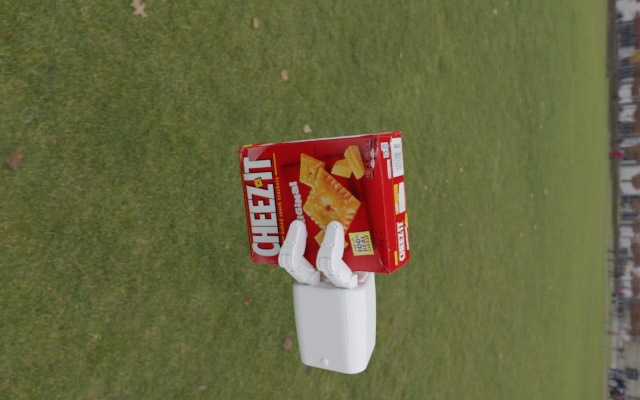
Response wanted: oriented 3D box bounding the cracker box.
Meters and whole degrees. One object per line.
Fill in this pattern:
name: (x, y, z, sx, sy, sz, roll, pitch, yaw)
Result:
cracker box: (0.000, 0.002, 0.616, 0.213, 0.164, 0.072, -1, 9, 32)
